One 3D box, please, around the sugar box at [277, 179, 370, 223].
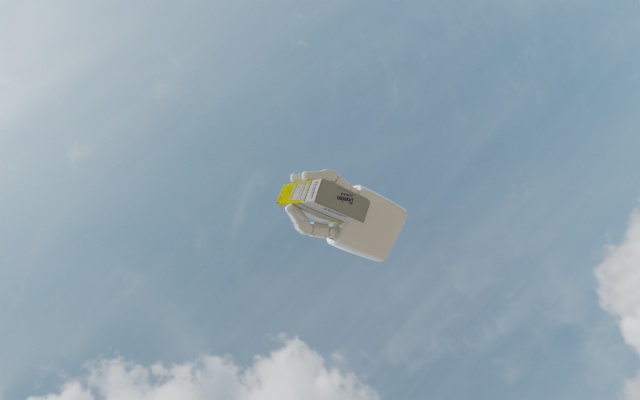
[{"bbox_3d":[0.000,0.002,0.804,0.093,0.048,0.176,23,-13,-22],"label":"sugar box"}]
